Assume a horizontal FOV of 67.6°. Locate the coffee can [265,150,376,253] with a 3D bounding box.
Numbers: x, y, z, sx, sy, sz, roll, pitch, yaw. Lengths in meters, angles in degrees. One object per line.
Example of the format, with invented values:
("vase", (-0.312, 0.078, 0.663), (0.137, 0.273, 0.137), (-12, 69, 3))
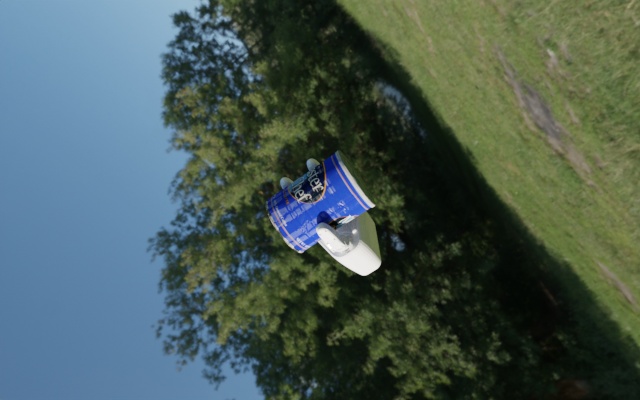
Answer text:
("coffee can", (0.000, 0.002, 0.749), (0.140, 0.103, 0.103), (-34, -7, 11))
